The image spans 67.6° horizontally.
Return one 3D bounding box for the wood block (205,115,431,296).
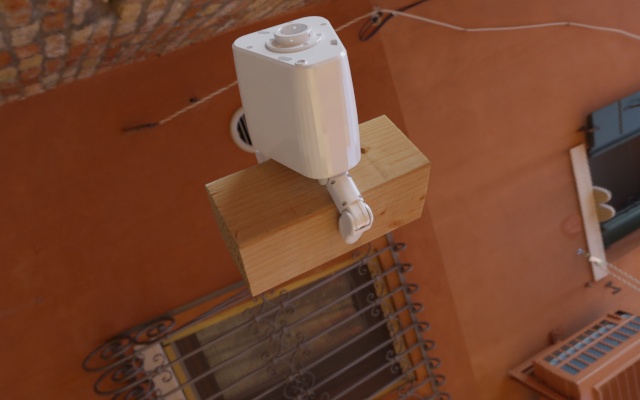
[{"bbox_3d":[0.000,0.002,0.497,0.206,0.090,0.090,-23,-37,-16],"label":"wood block"}]
